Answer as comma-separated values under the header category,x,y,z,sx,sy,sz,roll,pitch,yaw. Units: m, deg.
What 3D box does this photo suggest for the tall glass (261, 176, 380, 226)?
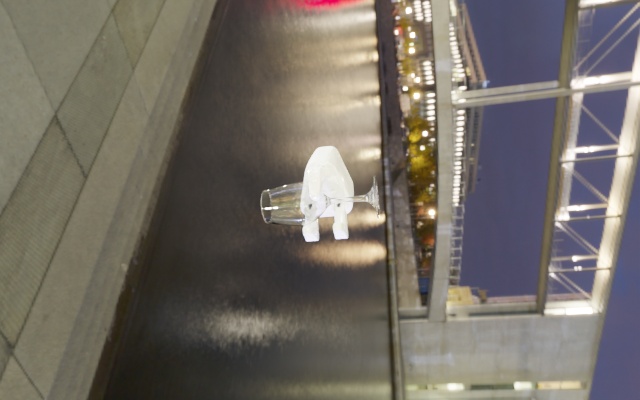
category,x,y,z,sx,sy,sz,roll,pitch,yaw
tall glass,0.001,0.003,0.841,0.201,0.079,0.079,-5,-1,9
